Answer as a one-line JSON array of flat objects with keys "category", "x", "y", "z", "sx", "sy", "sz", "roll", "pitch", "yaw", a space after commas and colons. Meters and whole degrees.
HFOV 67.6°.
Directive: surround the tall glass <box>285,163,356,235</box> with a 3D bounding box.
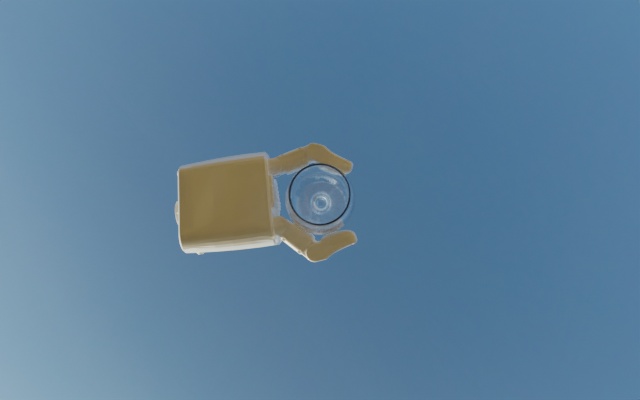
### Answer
[{"category": "tall glass", "x": 0.000, "y": 0.002, "z": 0.567, "sx": 0.079, "sy": 0.079, "sz": 0.201, "roll": 0, "pitch": -5, "yaw": 0}]
